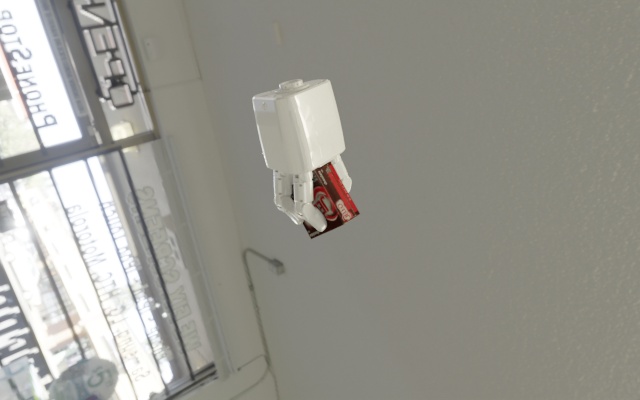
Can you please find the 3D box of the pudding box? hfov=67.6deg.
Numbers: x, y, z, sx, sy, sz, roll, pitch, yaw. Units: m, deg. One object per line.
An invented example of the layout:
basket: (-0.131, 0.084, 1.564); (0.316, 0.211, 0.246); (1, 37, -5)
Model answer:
pudding box: (0.000, 0.002, 0.719); (0.039, 0.090, 0.113); (-28, -2, -29)
